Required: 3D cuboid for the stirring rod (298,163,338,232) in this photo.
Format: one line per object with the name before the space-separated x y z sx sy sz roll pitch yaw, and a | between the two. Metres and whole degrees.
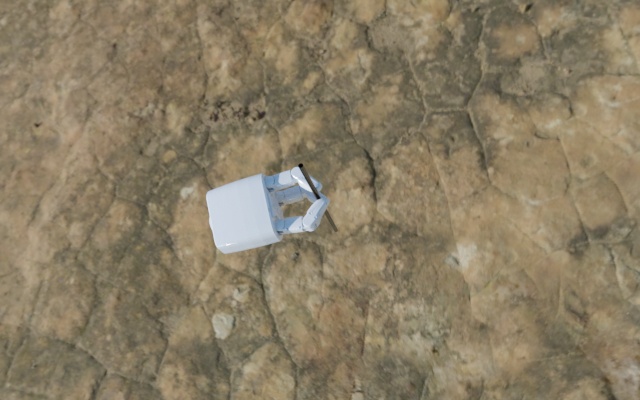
stirring rod | 0.000 0.003 0.809 0.011 0.011 0.240 0 -27 16
